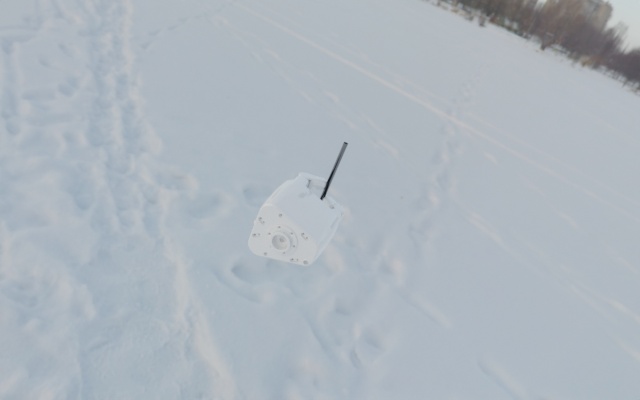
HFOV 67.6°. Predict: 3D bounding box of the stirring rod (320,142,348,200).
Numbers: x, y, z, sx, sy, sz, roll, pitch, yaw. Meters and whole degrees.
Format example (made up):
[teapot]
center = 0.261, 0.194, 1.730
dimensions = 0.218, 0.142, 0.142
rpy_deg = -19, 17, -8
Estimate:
[stirring rod]
center = 0.000, 0.003, 0.857
dimensions = 0.011, 0.240, 0.011
rpy_deg = 19, 26, -9
